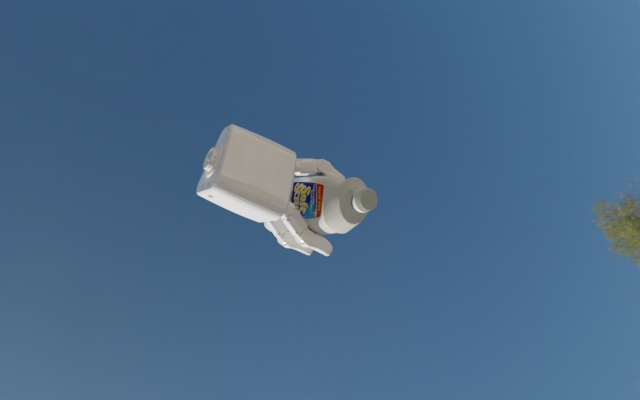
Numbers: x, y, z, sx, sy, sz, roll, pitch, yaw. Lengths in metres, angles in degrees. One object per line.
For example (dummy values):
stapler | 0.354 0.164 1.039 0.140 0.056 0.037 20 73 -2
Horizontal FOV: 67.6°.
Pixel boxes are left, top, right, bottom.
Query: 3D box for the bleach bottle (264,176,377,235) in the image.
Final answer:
bleach bottle | 0.000 0.002 0.720 0.068 0.102 0.251 24 -17 -27
